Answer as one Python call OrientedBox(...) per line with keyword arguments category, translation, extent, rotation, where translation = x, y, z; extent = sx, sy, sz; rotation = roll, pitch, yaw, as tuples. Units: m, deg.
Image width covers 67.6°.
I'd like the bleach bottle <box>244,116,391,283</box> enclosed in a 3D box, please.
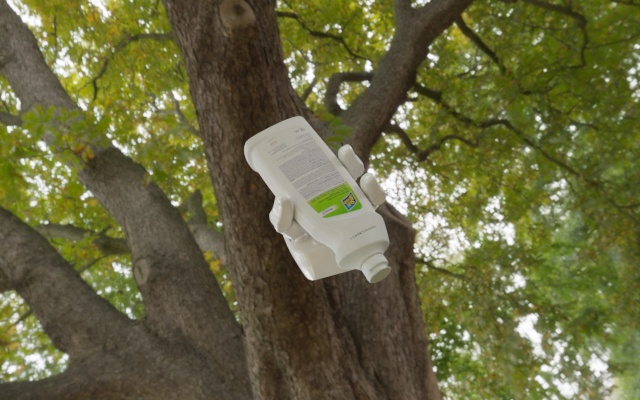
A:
OrientedBox(category="bleach bottle", translation=(0.000, 0.002, 0.607), extent=(0.102, 0.250, 0.068), rotation=(-29, -32, -10))
